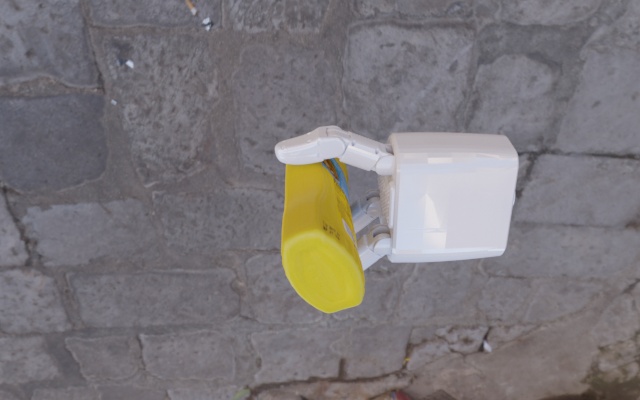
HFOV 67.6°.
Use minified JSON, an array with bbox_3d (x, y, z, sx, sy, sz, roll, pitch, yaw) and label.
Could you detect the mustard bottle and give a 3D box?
[{"bbox_3d":[0.000,0.002,0.444,0.058,0.096,0.191,-20,36,13],"label":"mustard bottle"}]
